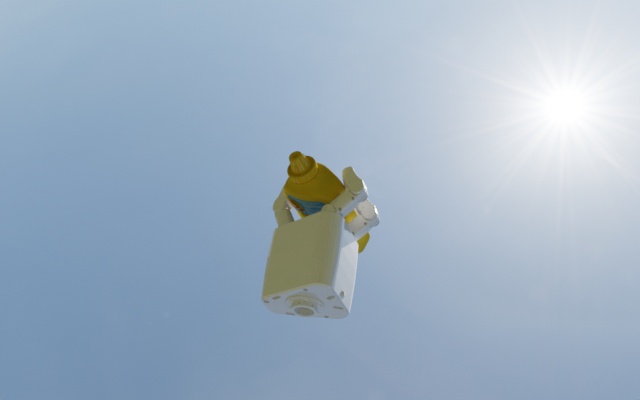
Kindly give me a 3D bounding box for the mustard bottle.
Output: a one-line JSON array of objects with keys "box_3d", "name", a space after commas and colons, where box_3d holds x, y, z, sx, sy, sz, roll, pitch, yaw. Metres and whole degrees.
[{"box_3d": [0.000, 0.002, 0.679, 0.096, 0.058, 0.192, 14, -31, 35], "name": "mustard bottle"}]
